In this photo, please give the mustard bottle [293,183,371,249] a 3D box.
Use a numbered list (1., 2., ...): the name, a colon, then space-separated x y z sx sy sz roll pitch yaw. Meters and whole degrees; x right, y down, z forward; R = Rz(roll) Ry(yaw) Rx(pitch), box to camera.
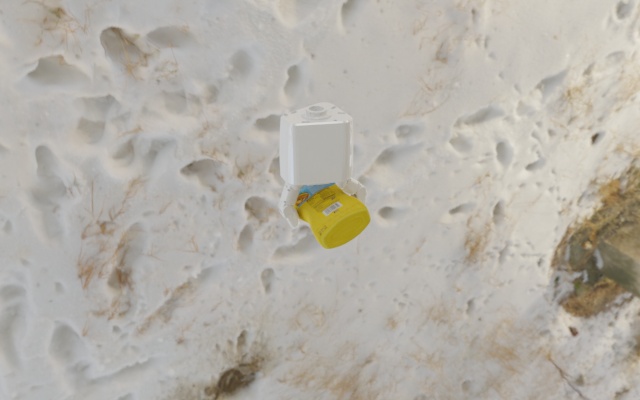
1. mustard bottle: 0.000 0.003 0.843 0.096 0.058 0.191 -34 40 -9
